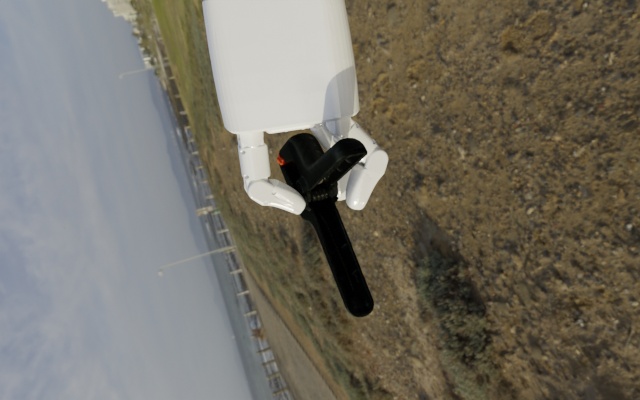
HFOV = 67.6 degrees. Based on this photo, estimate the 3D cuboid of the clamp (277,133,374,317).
[{"bbox_3d":[-0.001,0.001,0.462,0.036,0.165,0.210,-13,23,-16],"label":"clamp"}]
